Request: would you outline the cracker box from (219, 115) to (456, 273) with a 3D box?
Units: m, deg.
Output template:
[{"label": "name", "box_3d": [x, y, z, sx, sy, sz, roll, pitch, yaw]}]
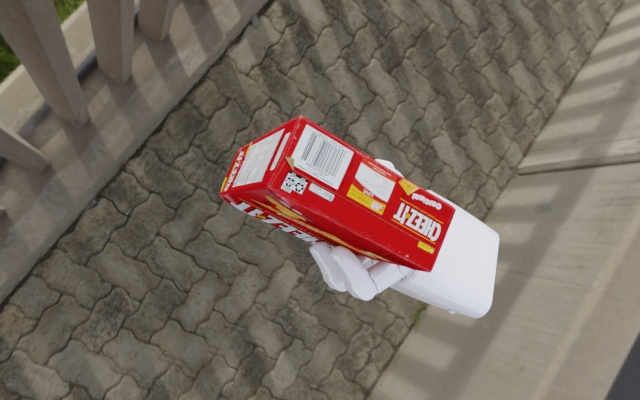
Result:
[{"label": "cracker box", "box_3d": [0.000, 0.001, 0.480, 0.164, 0.072, 0.213, 28, -11, -19]}]
